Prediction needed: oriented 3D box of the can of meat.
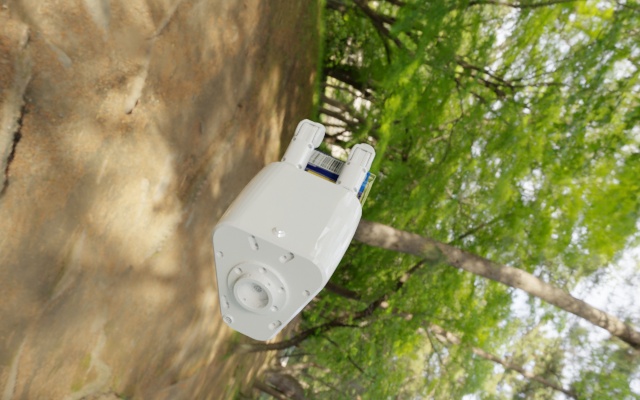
[{"bbox_3d":[0.000,0.002,0.498,0.084,0.102,0.057,24,29,5],"label":"can of meat"}]
